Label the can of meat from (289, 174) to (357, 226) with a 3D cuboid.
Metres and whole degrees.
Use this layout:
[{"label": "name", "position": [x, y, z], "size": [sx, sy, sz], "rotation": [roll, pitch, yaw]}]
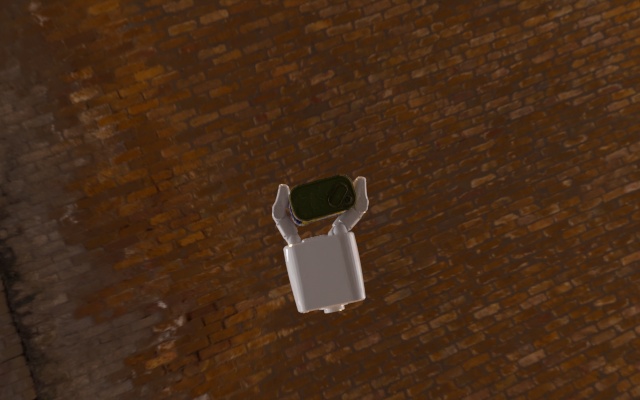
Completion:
[{"label": "can of meat", "position": [0.000, 0.003, 0.766], "size": [0.102, 0.057, 0.084], "rotation": [-16, -8, -8]}]
